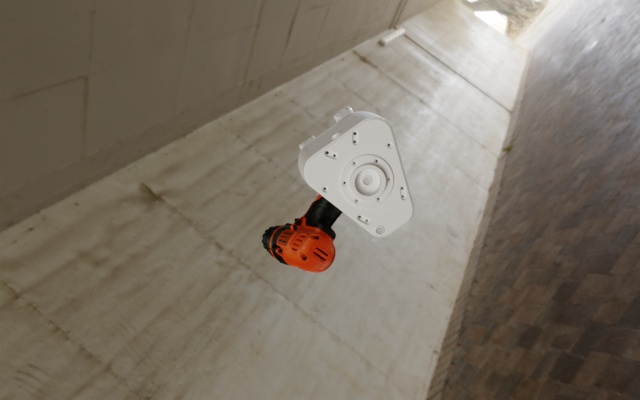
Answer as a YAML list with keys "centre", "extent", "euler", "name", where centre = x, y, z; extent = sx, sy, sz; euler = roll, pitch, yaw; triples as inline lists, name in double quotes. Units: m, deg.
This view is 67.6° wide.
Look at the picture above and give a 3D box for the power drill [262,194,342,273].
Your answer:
- centre: [0.000, 0.002, 0.624]
  extent: [0.057, 0.187, 0.184]
  euler: [34, -11, -22]
  name: "power drill"
